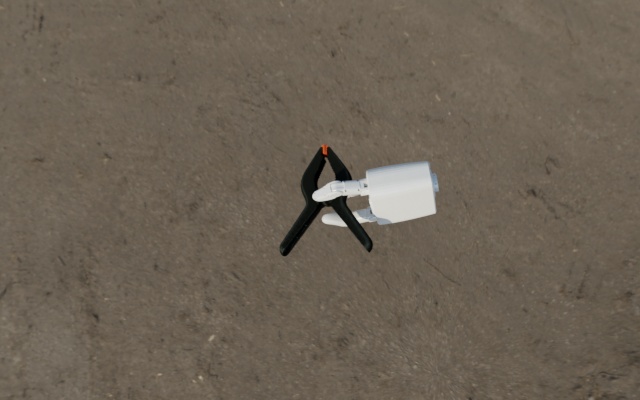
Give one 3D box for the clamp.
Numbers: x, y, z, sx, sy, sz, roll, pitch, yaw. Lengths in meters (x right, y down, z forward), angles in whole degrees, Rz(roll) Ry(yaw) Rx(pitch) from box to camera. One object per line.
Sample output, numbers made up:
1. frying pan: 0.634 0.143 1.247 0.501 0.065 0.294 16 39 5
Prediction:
1. clamp: 0.000 0.002 0.850 0.164 0.210 0.036 -11 -21 12
